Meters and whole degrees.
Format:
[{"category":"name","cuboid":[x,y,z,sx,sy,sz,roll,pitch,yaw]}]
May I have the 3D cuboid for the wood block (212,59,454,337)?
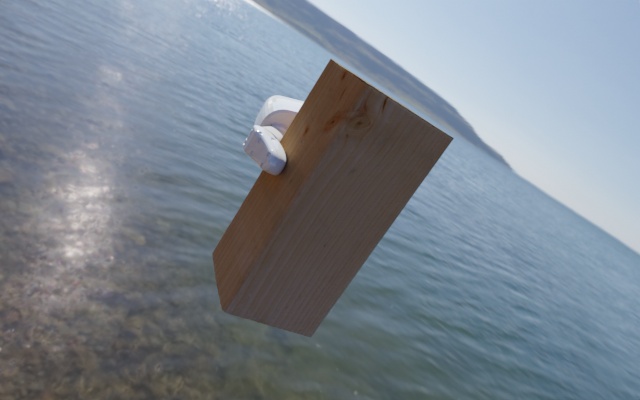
[{"category":"wood block","cuboid":[0.000,0.001,0.403,0.091,0.206,0.090,25,17,-28]}]
